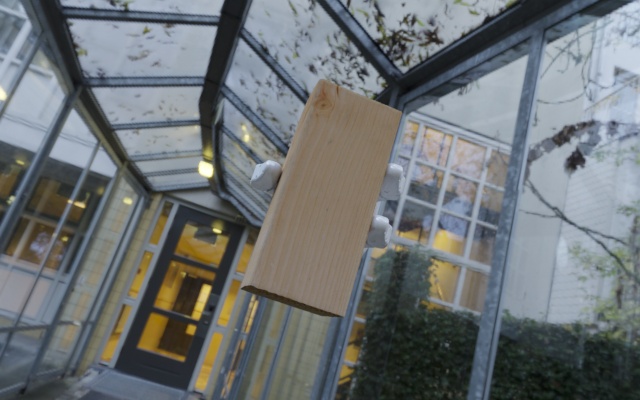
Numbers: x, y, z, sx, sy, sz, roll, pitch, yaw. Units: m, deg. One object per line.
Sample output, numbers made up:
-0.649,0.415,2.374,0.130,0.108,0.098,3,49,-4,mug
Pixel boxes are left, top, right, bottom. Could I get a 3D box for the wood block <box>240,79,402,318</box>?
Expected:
0.000,0.001,0.474,0.091,0.206,0.090,20,-16,-10,wood block
